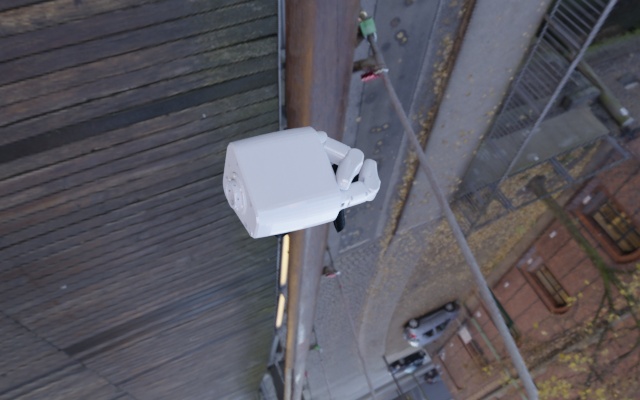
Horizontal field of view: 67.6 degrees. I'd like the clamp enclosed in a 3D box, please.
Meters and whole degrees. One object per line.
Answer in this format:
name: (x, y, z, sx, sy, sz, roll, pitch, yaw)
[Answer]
clamp: (0.000, 0.003, 0.672, 0.120, 0.039, 0.172, -14, -32, -26)
